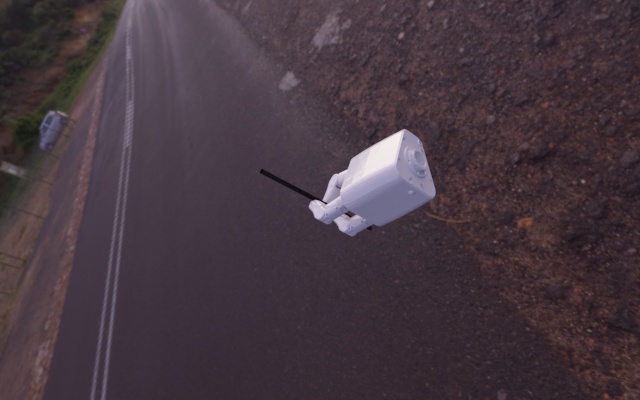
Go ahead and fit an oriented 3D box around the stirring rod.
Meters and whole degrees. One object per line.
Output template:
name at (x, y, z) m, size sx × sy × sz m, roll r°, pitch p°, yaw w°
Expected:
stirring rod at (0.000, 0.003, 0.791) m, size 0.239 × 0.011 × 0.011 m, roll 28°, pitch -16°, yaw -32°
